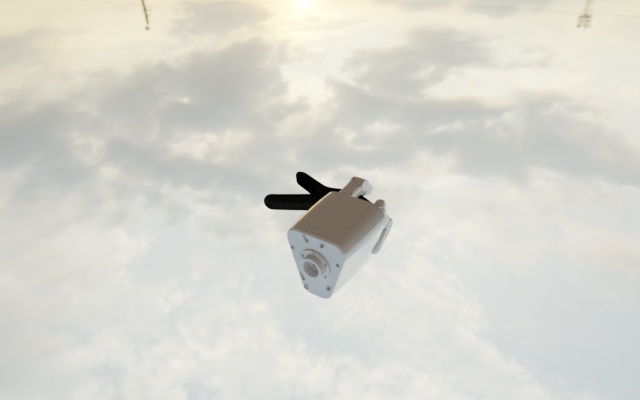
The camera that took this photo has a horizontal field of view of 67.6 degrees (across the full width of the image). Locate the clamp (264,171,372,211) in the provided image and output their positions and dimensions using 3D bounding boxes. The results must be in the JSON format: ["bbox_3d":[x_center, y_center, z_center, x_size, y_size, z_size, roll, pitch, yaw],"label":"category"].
[{"bbox_3d":[0.000,0.003,0.750,0.171,0.039,0.120,19,37,29],"label":"clamp"}]
